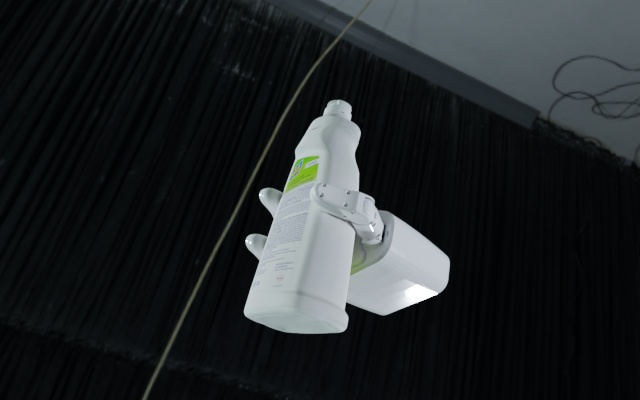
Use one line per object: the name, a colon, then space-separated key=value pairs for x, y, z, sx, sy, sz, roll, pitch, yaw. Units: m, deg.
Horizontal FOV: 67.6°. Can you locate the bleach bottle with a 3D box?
bleach bottle: x=0.000 y=0.002 z=0.482 sx=0.068 sy=0.250 sz=0.102 roll=32 pitch=-31 yaw=-32
